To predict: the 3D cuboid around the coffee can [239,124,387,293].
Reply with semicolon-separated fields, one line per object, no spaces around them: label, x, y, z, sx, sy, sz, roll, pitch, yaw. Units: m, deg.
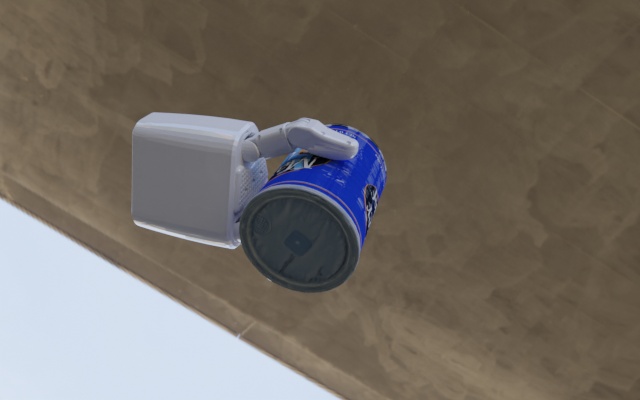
coffee can;0.000;0.001;0.443;0.103;0.103;0.140;0;29;18
